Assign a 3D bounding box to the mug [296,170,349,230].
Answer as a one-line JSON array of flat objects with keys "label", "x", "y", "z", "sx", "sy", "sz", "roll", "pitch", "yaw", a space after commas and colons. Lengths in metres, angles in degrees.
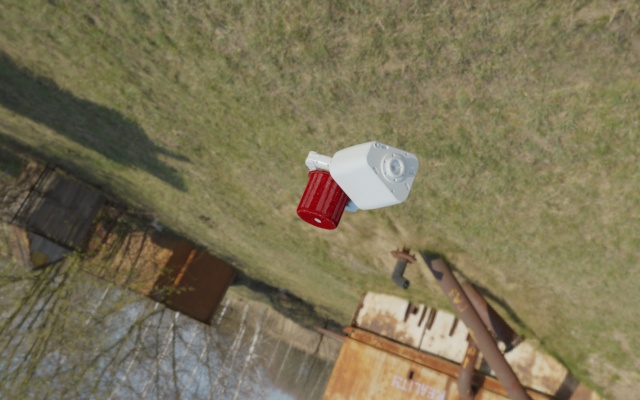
[{"label": "mug", "x": -0.001, "y": 0.003, "z": 0.891, "sx": 0.093, "sy": 0.081, "sz": 0.117, "roll": 31, "pitch": -20, "yaw": -24}]
